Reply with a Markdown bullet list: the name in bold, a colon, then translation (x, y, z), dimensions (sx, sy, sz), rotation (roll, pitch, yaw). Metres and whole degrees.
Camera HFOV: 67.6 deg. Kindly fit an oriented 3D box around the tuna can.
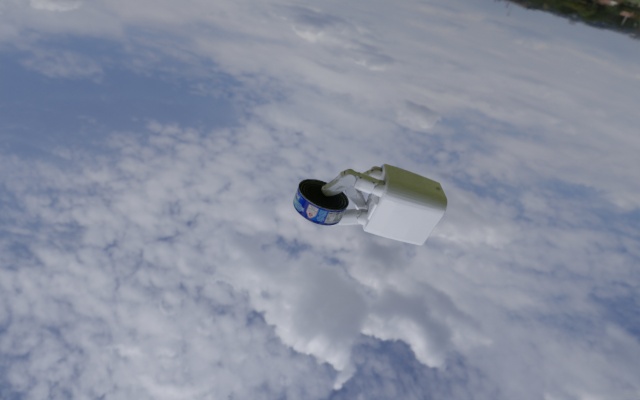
- **tuna can**: translation (0.000, 0.003, 0.768), dimensions (0.086, 0.034, 0.086), rotation (18, 29, -10)
